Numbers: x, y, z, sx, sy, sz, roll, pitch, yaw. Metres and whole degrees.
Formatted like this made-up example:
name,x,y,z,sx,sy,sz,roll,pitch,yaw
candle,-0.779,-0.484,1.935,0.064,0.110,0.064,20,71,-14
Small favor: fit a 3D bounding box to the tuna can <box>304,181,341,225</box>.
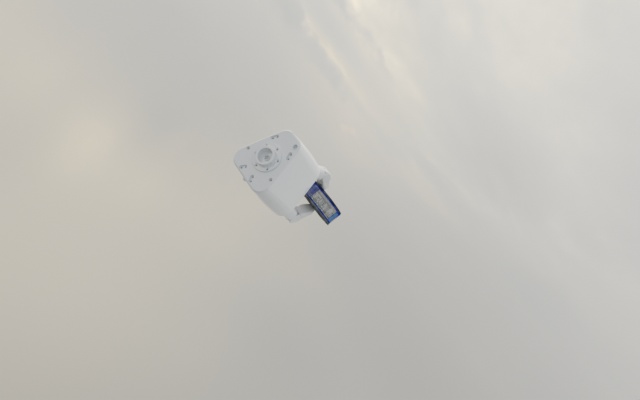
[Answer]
name,x,y,z,sx,sy,sz,roll,pitch,yaw
tuna can,0.001,0.003,0.892,0.034,0.086,0.086,-38,3,-3
